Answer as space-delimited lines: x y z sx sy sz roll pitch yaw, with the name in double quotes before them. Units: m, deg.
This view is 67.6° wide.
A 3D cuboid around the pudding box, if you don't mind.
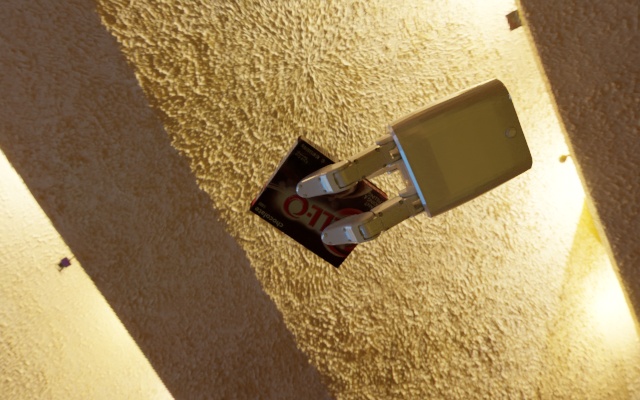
"pudding box" 0.000 0.001 0.483 0.113 0.090 0.039 35 15 -9
